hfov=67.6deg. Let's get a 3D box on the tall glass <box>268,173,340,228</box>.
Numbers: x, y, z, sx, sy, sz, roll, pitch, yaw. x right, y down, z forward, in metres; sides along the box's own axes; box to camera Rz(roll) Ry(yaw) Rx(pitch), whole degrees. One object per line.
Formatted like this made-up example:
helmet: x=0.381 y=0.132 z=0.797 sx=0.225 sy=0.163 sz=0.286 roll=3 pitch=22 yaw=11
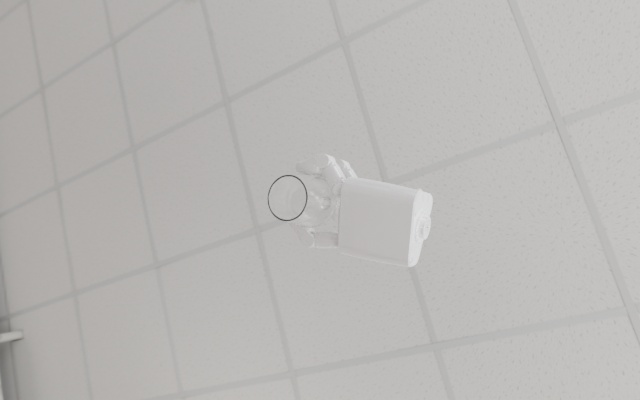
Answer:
tall glass: x=0.000 y=0.002 z=0.719 sx=0.079 sy=0.079 sz=0.201 roll=0 pitch=-3 yaw=27
